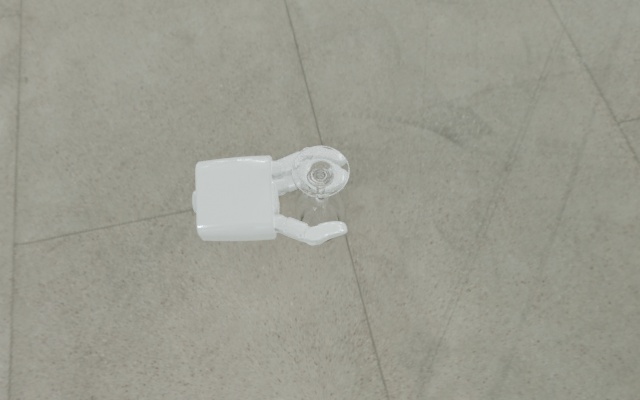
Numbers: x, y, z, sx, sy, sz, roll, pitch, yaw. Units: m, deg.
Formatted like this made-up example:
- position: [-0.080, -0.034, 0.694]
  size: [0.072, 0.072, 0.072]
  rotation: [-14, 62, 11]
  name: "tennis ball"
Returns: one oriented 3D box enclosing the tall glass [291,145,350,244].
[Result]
- position: [0.000, 0.002, 0.692]
  size: [0.079, 0.079, 0.201]
  rotation: [0, -24, 0]
  name: "tall glass"
